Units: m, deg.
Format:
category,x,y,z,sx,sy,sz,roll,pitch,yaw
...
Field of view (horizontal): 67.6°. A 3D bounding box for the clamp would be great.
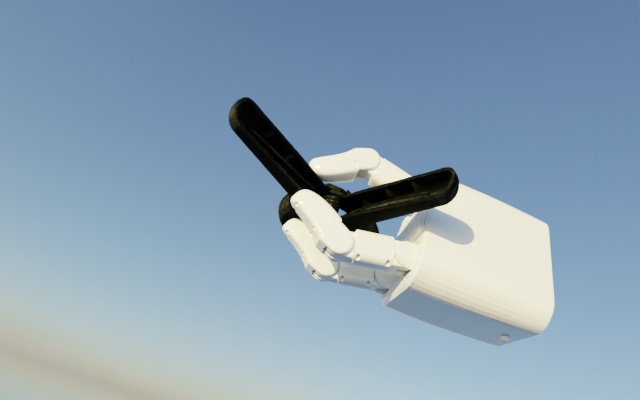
category,x,y,z,sx,sy,sz,roll,pitch,yaw
clamp,0.000,0.001,0.402,0.164,0.036,0.210,24,-27,1
